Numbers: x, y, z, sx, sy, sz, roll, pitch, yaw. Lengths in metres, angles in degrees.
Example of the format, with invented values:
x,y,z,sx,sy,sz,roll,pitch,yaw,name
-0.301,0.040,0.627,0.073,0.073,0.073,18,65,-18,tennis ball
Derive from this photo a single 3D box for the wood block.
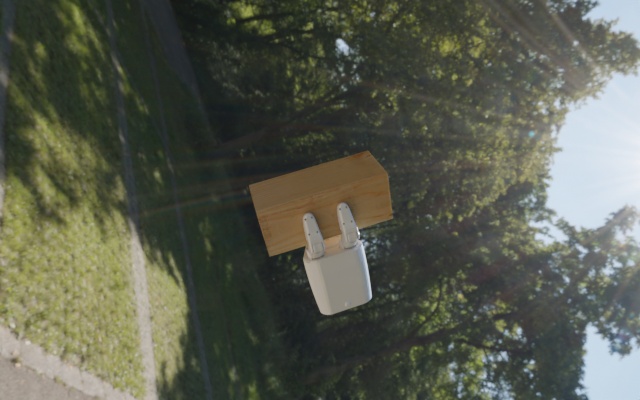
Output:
x,y,z,sx,sy,sz,roll,pitch,yaw,name
0.000,0.003,0.768,0.206,0.090,0.090,-17,32,-7,wood block
